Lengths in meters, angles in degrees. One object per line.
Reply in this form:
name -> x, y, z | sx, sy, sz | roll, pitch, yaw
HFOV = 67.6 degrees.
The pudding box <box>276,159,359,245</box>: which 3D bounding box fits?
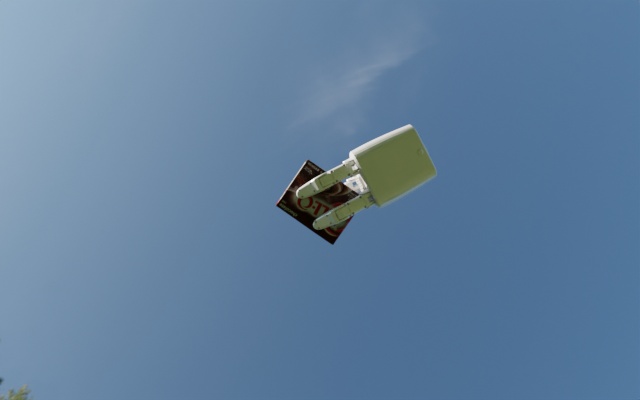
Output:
pudding box -> 0.000, 0.002, 0.760 | 0.113, 0.090, 0.039 | 35, 2, 0
